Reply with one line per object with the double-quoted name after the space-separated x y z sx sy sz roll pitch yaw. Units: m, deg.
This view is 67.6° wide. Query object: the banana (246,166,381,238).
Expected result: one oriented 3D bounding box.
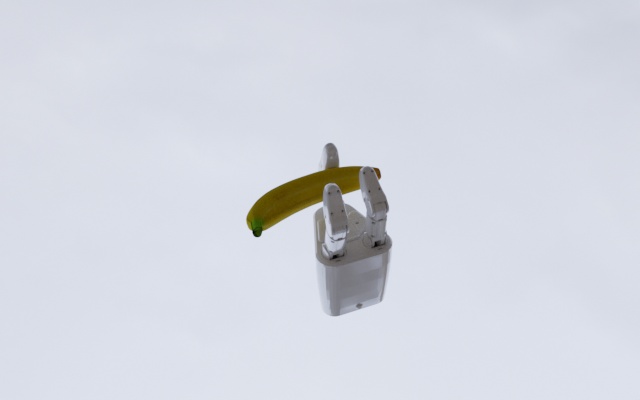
-0.015 -0.003 0.562 0.197 0.037 0.069 -27 38 -35 "banana"
